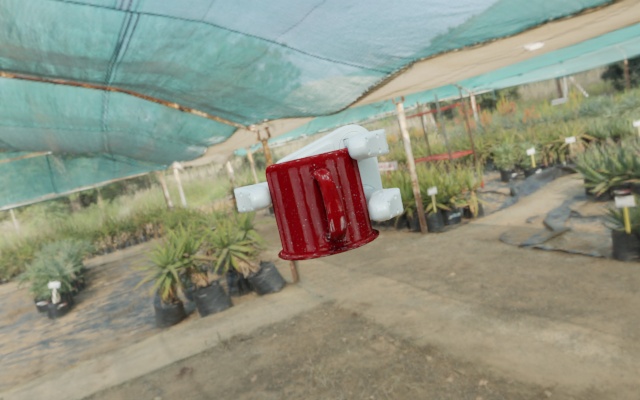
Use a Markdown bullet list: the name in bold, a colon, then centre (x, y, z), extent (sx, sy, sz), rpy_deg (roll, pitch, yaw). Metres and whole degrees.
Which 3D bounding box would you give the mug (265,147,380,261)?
- **mug**: centre (0.000, 0.001, 0.411), extent (0.093, 0.081, 0.117), rpy_deg (-13, 6, -6)
